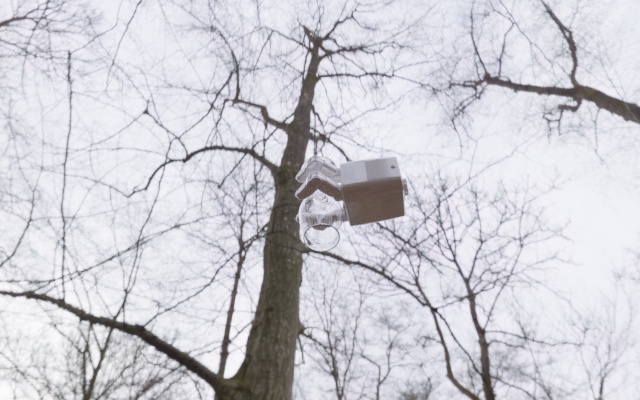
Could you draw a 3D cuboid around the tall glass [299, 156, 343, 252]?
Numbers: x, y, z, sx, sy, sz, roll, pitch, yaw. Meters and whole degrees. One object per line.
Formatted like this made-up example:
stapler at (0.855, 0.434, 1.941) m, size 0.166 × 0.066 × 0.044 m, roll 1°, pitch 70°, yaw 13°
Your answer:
tall glass at (0.000, 0.003, 0.870) m, size 0.079 × 0.079 × 0.200 m, roll 0°, pitch 37°, yaw -1°
